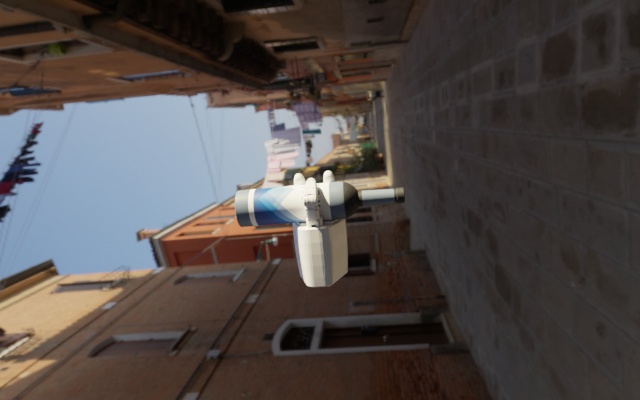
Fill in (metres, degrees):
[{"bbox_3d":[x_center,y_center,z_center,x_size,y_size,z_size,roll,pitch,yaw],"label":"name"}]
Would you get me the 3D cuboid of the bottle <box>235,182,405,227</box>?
[{"bbox_3d":[0.000,0.003,0.849,0.296,0.069,0.069,-5,-1,6],"label":"bottle"}]
